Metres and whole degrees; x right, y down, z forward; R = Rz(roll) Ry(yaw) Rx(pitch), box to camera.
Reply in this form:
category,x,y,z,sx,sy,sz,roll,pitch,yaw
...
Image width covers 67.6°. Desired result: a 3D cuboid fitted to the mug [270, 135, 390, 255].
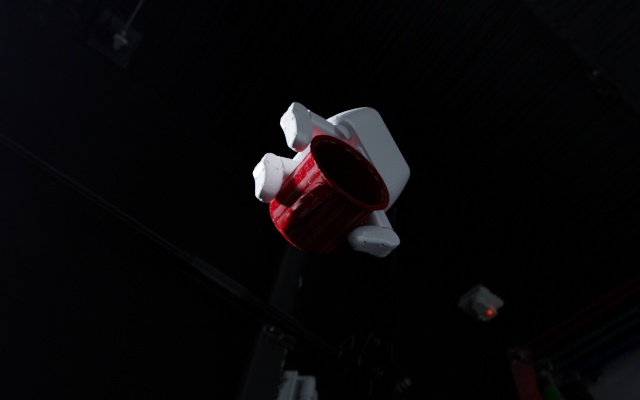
category,x,y,z,sx,sy,sz,roll,pitch,yaw
mug,-0.001,0.002,0.448,0.081,0.093,0.117,-47,-5,30
